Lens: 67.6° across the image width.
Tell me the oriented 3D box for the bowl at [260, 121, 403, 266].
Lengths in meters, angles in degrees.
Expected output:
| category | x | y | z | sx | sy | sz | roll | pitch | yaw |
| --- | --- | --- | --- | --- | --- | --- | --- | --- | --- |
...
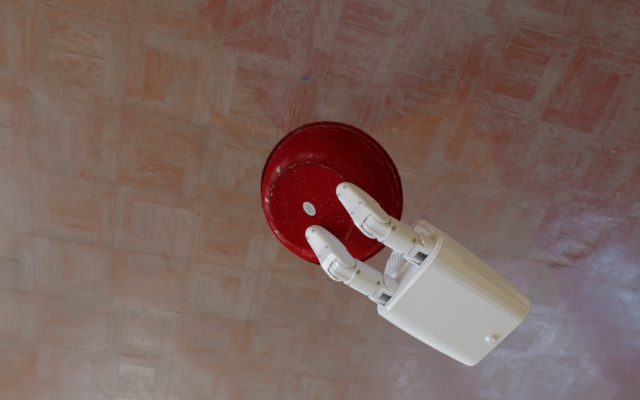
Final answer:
| category | x | y | z | sx | sy | sz | roll | pitch | yaw |
| --- | --- | --- | --- | --- | --- | --- | --- | --- | --- |
| bowl | -0.001 | 0.001 | 0.490 | 0.162 | 0.162 | 0.055 | 0 | 13 | 20 |
